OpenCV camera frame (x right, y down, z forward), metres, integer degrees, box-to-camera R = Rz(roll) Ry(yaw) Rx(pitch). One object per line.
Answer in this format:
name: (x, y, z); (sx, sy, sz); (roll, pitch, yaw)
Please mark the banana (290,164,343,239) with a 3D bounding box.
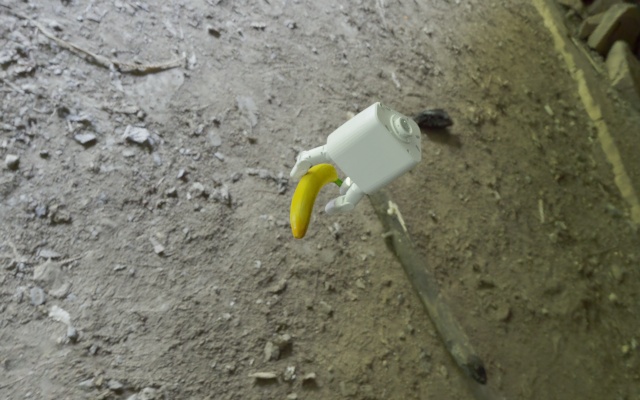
banana: (-0.010, -0.014, 0.810); (0.037, 0.069, 0.197); (-29, 13, 37)
